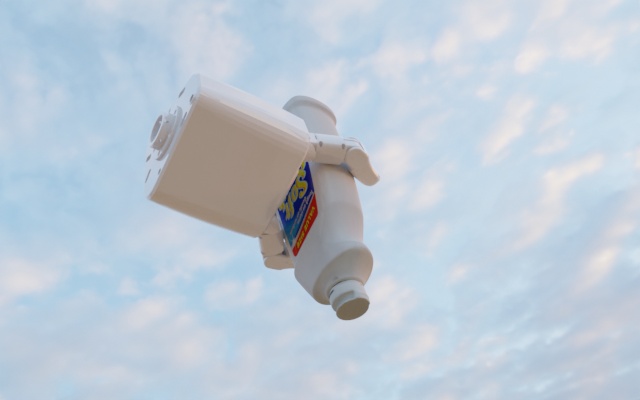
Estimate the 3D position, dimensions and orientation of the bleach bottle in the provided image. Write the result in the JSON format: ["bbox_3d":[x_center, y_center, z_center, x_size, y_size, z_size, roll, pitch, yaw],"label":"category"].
[{"bbox_3d":[0.000,0.002,0.469,0.068,0.103,0.250,20,31,-32],"label":"bleach bottle"}]
